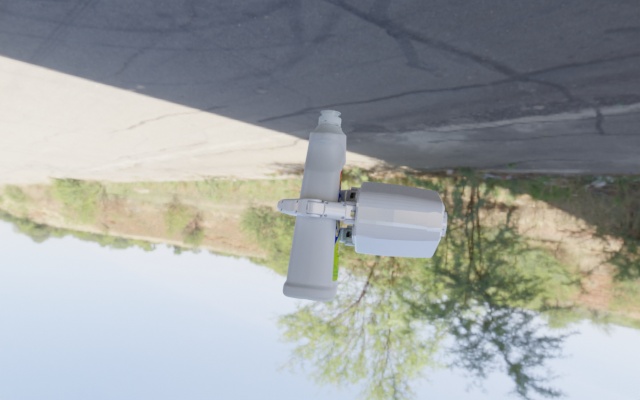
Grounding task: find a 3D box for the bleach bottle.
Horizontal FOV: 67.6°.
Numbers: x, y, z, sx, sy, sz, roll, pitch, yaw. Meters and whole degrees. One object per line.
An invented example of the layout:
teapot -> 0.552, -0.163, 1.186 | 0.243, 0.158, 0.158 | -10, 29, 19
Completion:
bleach bottle -> 0.000, 0.002, 0.641 | 0.068, 0.251, 0.102 | 5, -4, 7
